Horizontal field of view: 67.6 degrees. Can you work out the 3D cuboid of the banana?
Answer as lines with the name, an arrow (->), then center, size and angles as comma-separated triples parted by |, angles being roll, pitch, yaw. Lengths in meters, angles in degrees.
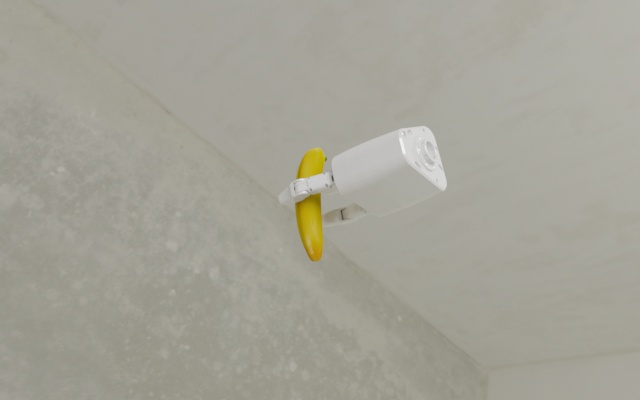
banana -> -0.010, -0.010, 0.698 | 0.037, 0.197, 0.070 | -18, -42, 30
